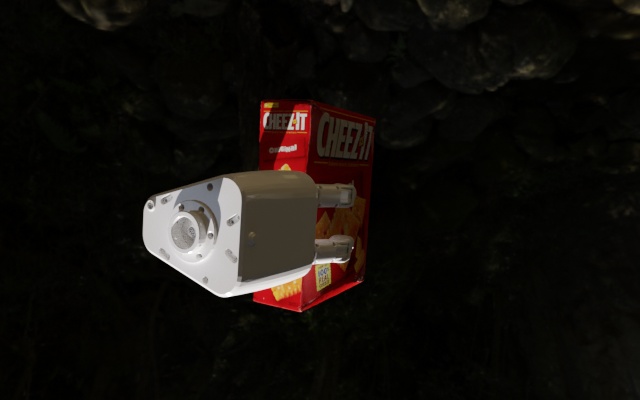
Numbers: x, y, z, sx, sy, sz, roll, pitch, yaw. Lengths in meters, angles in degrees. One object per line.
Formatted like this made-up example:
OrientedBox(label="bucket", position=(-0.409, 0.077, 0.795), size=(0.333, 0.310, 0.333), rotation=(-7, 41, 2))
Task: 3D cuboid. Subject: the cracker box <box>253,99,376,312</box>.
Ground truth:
OrientedBox(label="cracker box", position=(0.000, 0.002, 0.553), size=(0.072, 0.214, 0.164), rotation=(7, 6, 29))
